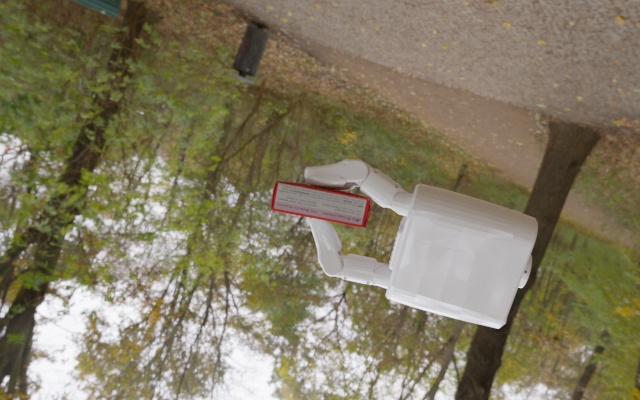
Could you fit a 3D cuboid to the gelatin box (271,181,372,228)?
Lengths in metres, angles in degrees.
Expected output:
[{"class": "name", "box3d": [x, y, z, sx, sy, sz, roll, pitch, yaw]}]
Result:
[{"class": "gelatin box", "box3d": [0.000, 0.002, 0.457, 0.089, 0.030, 0.073, 10, 2, -2]}]
